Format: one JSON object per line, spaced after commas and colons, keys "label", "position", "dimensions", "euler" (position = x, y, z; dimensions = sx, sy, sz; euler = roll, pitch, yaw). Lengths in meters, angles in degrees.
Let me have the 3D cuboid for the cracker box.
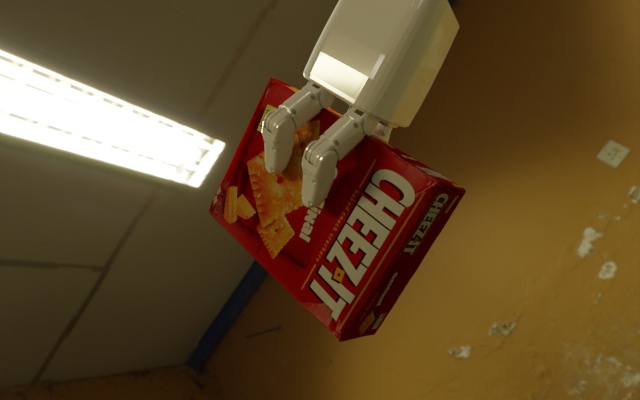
{"label": "cracker box", "position": [0.000, 0.001, 0.464], "dimensions": [0.213, 0.164, 0.072], "euler": [38, 17, 32]}
